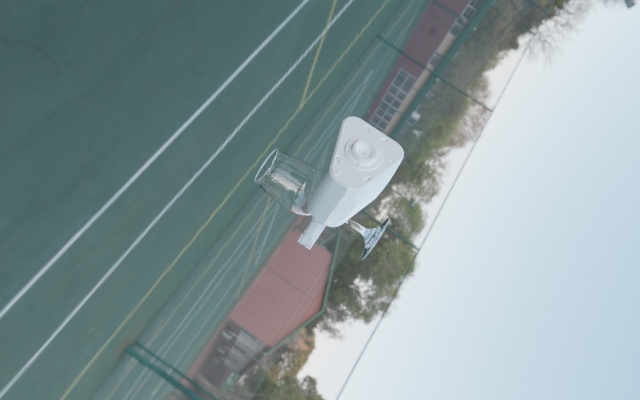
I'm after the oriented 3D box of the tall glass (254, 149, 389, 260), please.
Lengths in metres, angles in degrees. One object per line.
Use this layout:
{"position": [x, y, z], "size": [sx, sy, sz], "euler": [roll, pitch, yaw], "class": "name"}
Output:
{"position": [0.001, 0.003, 0.720], "size": [0.201, 0.079, 0.079], "euler": [34, 1, 2], "class": "tall glass"}
